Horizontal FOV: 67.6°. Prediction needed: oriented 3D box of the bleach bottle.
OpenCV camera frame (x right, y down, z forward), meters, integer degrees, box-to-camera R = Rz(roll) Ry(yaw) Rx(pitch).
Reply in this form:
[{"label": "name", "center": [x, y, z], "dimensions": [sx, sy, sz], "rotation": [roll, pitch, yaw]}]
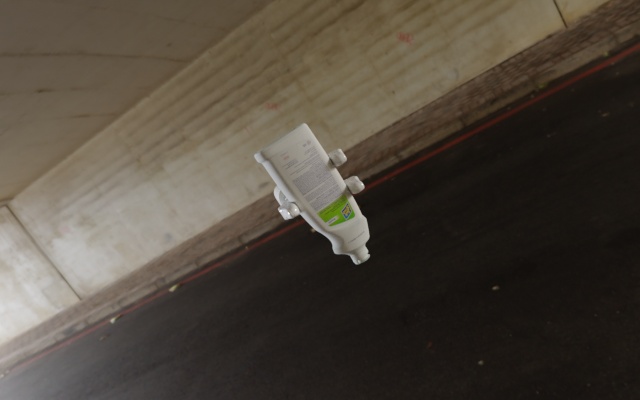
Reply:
[{"label": "bleach bottle", "center": [0.000, 0.003, 0.796], "dimensions": [0.102, 0.251, 0.068], "rotation": [-34, 12, -8]}]
